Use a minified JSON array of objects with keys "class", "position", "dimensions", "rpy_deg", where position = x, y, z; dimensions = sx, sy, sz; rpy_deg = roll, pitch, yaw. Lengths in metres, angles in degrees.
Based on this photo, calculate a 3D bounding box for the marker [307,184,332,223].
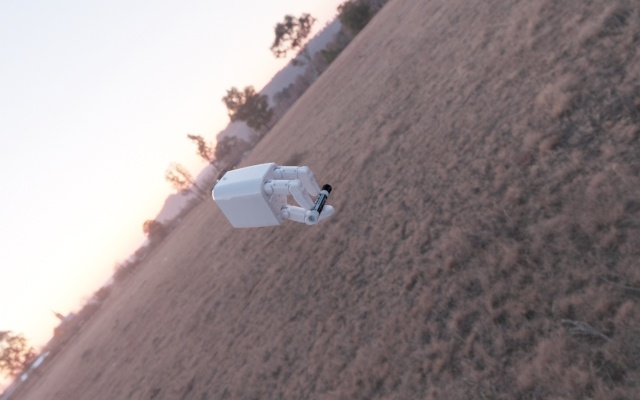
[{"class":"marker","position":[0.000,0.003,0.891],"dimensions":[0.020,0.020,0.121],"rpy_deg":[0,30,16]}]
